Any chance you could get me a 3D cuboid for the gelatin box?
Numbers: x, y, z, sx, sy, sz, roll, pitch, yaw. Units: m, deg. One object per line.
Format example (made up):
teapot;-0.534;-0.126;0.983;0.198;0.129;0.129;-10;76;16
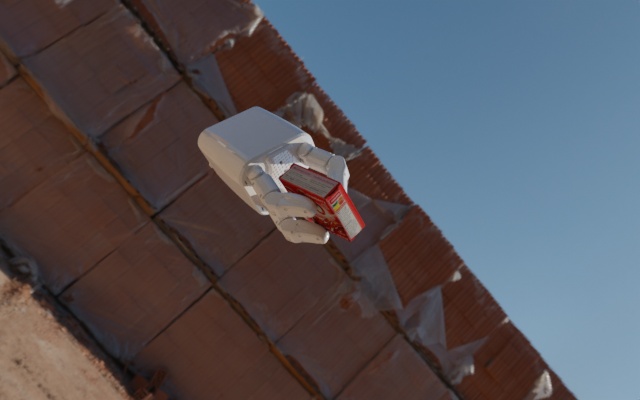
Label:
gelatin box;0.001;0.002;0.545;0.089;0.030;0.073;25;-26;46
